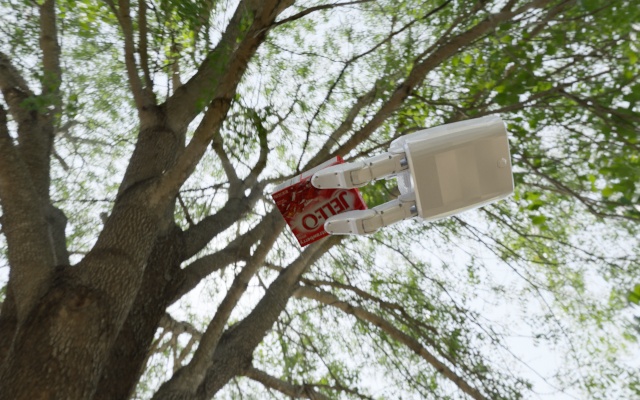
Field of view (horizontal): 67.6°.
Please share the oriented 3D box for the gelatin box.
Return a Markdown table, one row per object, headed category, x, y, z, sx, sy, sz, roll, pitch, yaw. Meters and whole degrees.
| category | x | y | z | sx | sy | sz | roll | pitch | yaw |
| --- | --- | --- | --- | --- | --- | --- | --- | --- | --- |
| gelatin box | 0.000 | 0.002 | 0.539 | 0.089 | 0.073 | 0.030 | -26 | 18 | 11 |
